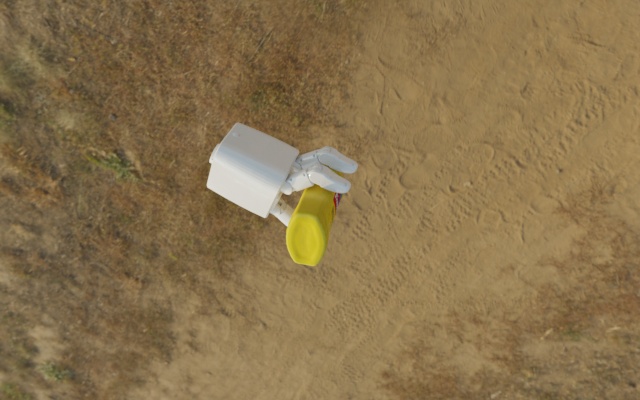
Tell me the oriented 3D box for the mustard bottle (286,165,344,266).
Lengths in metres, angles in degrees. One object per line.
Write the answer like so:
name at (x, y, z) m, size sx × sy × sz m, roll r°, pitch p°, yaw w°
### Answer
mustard bottle at (0.000, 0.003, 0.722) m, size 0.058 × 0.096 × 0.191 m, roll 8°, pitch 37°, yaw 10°
